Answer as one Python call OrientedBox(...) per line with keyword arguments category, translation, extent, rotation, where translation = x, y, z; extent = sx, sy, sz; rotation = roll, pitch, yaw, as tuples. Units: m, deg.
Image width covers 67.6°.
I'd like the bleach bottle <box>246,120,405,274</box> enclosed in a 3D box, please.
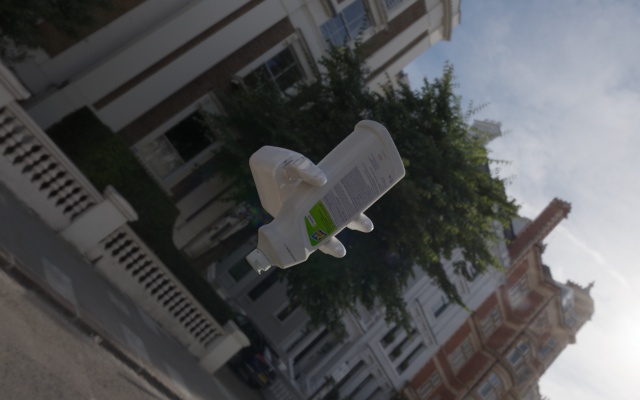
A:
OrientedBox(category="bleach bottle", translation=(0.000, 0.002, 0.655), extent=(0.251, 0.103, 0.068), rotation=(-40, 31, -15))
